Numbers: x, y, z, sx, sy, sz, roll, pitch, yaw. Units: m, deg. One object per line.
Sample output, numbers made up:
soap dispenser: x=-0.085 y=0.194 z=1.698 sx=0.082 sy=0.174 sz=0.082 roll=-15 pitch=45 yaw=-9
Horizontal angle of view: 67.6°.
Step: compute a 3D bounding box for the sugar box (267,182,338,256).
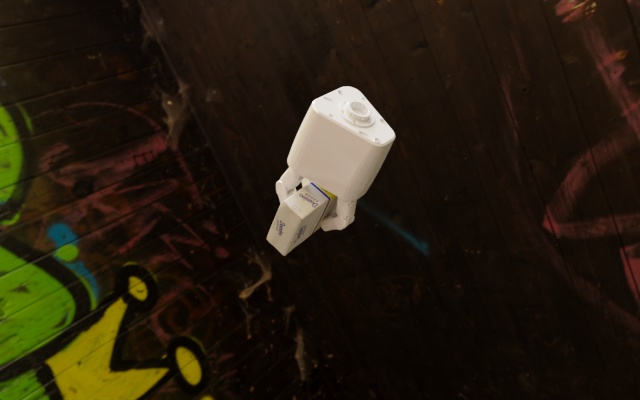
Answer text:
sugar box: x=0.000 y=0.002 z=0.724 sx=0.176 sy=0.048 sz=0.093 roll=-33 pitch=-21 yaw=-41
